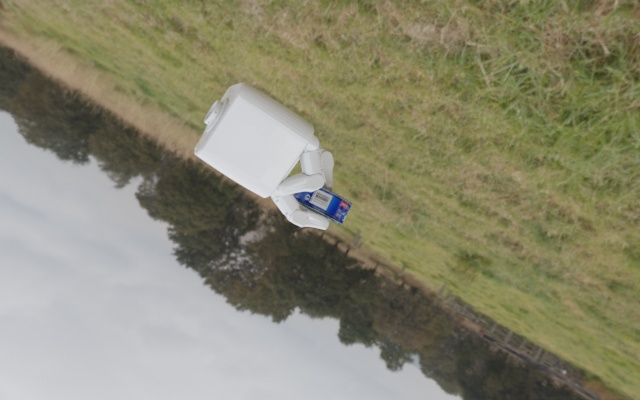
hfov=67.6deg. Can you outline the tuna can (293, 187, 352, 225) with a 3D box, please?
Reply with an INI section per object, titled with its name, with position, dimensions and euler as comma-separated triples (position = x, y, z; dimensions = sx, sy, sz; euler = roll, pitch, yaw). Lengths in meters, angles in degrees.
[tuna can]
position = 0.000, 0.003, 0.685
dimensions = 0.086, 0.034, 0.086
euler = 26, -5, 2
